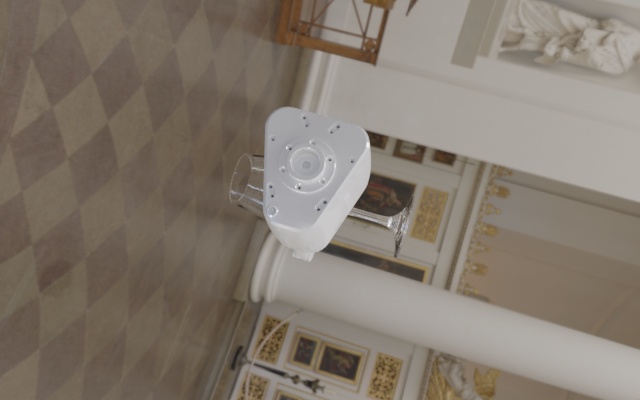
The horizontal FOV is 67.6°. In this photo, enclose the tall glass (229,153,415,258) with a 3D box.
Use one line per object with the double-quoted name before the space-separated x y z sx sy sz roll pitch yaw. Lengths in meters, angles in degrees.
"tall glass" 0.001 0.002 0.548 0.201 0.079 0.079 16 2 7
